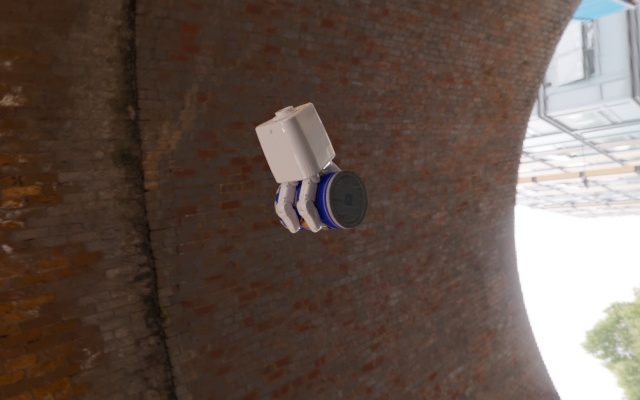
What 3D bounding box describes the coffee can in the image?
[{"bbox_3d":[0.000,0.003,0.871,0.140,0.103,0.103,-6,-4,44],"label":"coffee can"}]
